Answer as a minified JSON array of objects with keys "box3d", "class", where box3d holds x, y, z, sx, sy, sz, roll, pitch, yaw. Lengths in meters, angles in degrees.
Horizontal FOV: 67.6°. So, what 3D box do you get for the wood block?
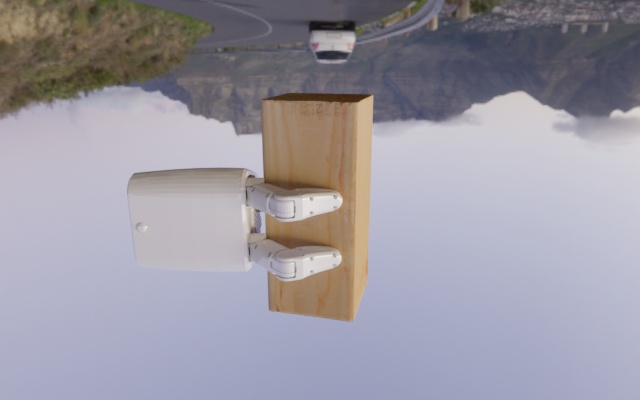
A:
[{"box3d":[0.000,0.002,0.475,0.090,0.206,0.090,4,18,13],"class":"wood block"}]
